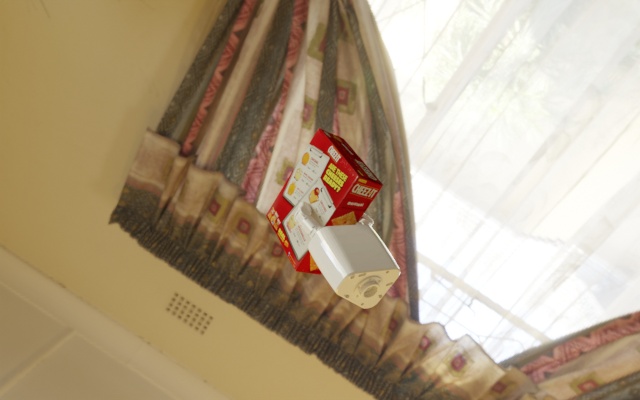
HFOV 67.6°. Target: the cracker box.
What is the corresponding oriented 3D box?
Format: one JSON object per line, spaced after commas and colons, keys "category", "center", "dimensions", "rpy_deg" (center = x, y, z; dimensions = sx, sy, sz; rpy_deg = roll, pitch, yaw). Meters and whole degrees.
{"category": "cracker box", "center": [0.000, 0.003, 0.880], "dimensions": [0.072, 0.214, 0.164], "rpy_deg": [15, 28, -38]}
